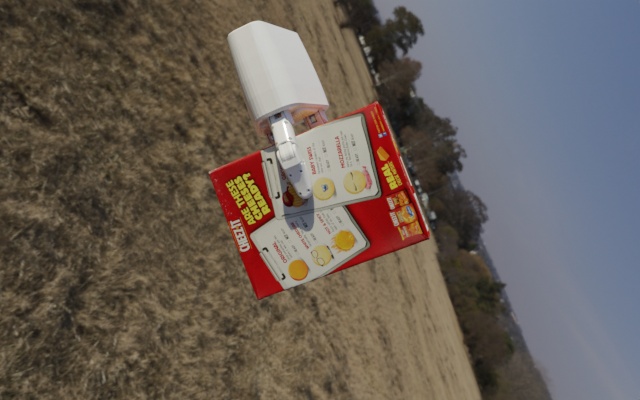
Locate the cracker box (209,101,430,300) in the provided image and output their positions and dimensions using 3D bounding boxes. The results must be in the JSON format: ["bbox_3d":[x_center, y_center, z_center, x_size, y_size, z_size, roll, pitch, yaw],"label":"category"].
[{"bbox_3d":[0.000,0.002,0.568,0.214,0.164,0.072,-21,-1,11],"label":"cracker box"}]
